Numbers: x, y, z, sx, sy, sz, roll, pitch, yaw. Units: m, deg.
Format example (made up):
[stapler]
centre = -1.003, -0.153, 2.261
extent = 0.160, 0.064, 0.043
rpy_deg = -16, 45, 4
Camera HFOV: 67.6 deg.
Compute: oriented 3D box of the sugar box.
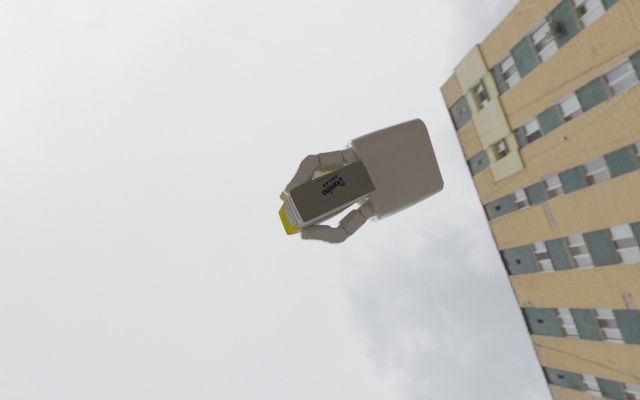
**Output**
[sugar box]
centre = 0.000, 0.001, 0.607
extent = 0.093, 0.048, 0.176
rpy_deg = -24, -7, -13
